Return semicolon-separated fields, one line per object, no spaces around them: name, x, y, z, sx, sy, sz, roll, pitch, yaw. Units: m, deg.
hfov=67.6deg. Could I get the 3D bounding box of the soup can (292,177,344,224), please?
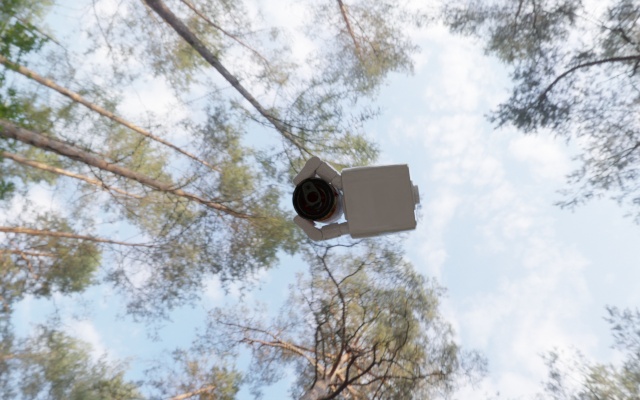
soup can;0.000;0.003;0.777;0.068;0.068;0.102;0;-6;13
